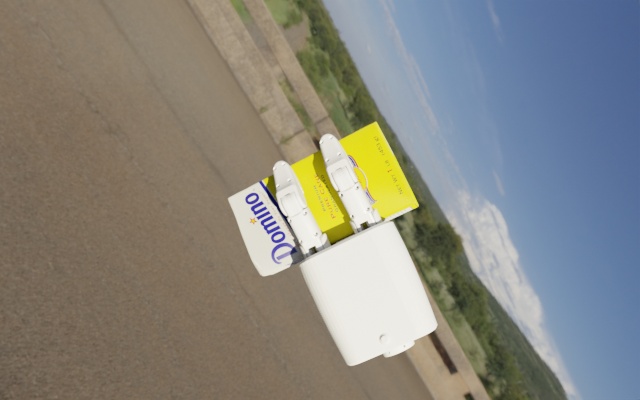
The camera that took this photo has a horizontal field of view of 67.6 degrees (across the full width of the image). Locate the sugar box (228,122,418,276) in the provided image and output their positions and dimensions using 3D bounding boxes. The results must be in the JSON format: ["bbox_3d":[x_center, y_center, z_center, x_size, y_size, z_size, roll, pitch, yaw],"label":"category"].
[{"bbox_3d":[0.000,0.002,0.493,0.176,0.093,0.048,-27,-12,10],"label":"sugar box"}]
